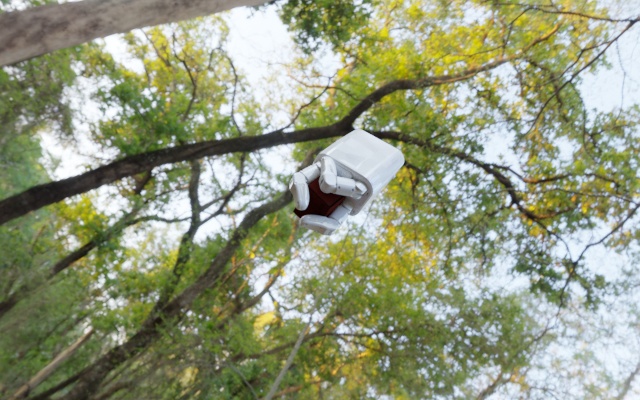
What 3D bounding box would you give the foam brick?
[{"bbox_3d":[0.000,0.003,0.771,0.051,0.053,0.078,-40,-11,-37],"label":"foam brick"}]
